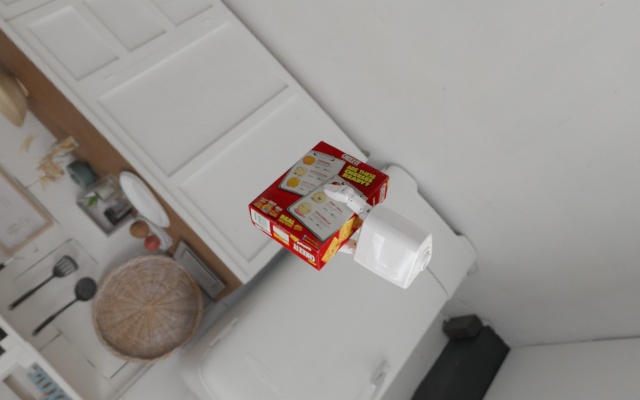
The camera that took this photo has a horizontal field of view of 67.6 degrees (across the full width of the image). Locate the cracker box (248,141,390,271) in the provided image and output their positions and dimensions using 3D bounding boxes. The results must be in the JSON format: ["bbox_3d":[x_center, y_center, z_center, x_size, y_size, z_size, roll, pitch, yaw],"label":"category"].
[{"bbox_3d":[0.000,0.003,0.884,0.164,0.072,0.213,31,57,24],"label":"cracker box"}]
